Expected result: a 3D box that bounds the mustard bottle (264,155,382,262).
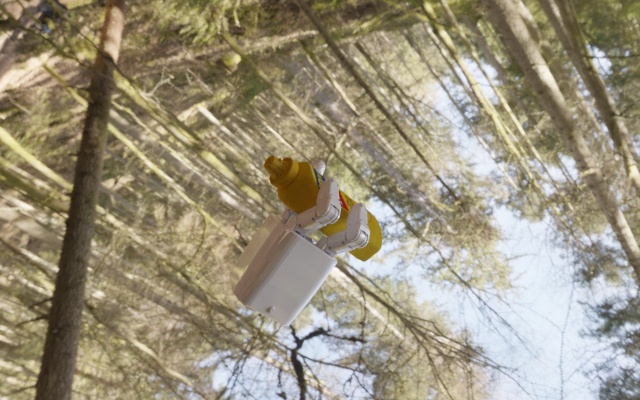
[{"bbox_3d":[0.001,0.002,0.629,0.192,0.058,0.096,37,21,-33],"label":"mustard bottle"}]
